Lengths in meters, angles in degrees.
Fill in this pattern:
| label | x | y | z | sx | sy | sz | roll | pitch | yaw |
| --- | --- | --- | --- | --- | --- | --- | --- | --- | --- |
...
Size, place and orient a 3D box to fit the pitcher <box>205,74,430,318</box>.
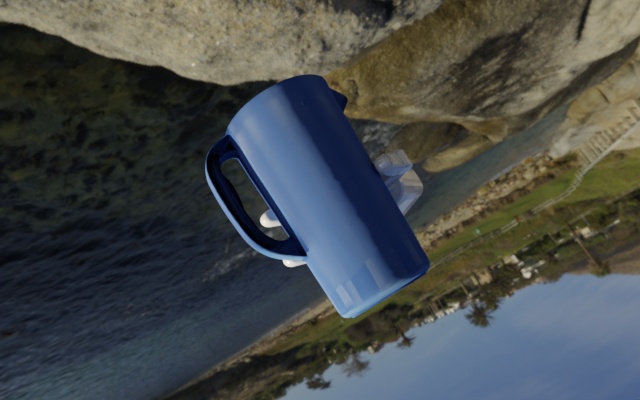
| label | x | y | z | sx | sy | sz | roll | pitch | yaw |
| --- | --- | --- | --- | --- | --- | --- | --- | --- | --- |
| pitcher | 0.000 | 0.002 | 0.513 | 0.149 | 0.242 | 0.145 | -37 | -14 | 22 |
